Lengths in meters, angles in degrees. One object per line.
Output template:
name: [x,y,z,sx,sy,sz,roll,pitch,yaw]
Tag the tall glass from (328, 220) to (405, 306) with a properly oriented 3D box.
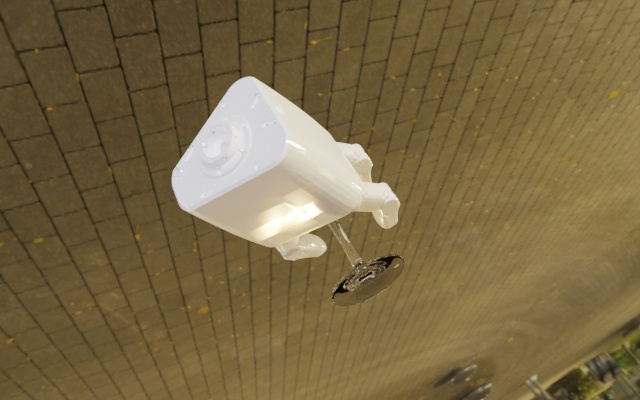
tall glass: [0.000,0.002,0.481,0.079,0.201,0.079,-21,-35,-15]
